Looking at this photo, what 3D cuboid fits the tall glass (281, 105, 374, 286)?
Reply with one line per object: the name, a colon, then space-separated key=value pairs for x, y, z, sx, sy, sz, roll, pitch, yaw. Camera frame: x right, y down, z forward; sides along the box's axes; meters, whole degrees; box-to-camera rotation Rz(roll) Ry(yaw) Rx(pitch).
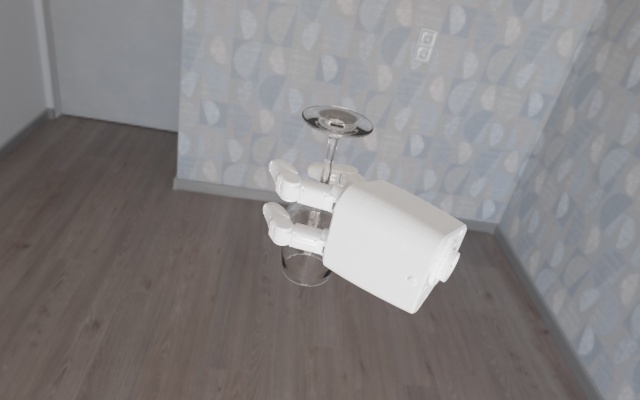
tall glass: x=0.000 y=0.001 z=0.535 sx=0.079 sy=0.201 sz=0.079 roll=9 pitch=32 yaw=-6
